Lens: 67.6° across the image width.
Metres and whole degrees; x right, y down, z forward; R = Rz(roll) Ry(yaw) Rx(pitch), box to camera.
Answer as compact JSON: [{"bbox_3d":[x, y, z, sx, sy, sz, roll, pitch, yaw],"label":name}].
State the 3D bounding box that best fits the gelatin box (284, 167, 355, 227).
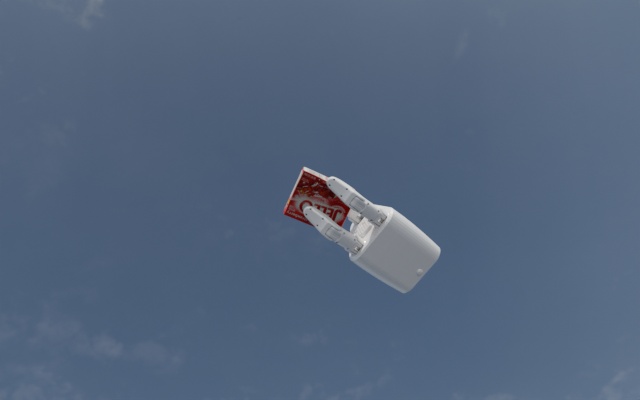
[{"bbox_3d":[0.000,0.002,0.708,0.089,0.073,0.030,24,14,-9],"label":"gelatin box"}]
